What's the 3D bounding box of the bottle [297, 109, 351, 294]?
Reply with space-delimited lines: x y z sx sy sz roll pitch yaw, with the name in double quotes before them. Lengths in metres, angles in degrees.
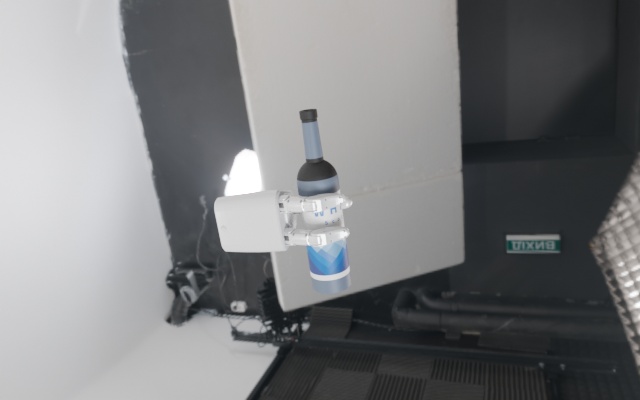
"bottle" 0.000 0.003 0.767 0.069 0.296 0.069 -7 16 2
